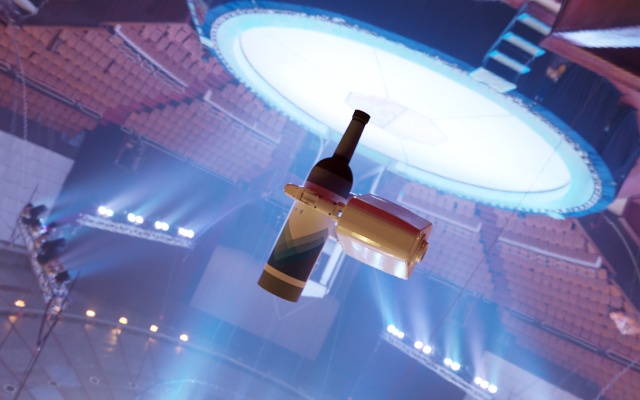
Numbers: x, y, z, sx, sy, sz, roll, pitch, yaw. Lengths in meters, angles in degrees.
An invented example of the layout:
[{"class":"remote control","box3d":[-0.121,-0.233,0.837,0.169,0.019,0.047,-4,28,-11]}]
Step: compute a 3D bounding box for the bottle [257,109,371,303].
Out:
[{"class":"bottle","box3d":[0.000,0.003,0.705,0.069,0.295,0.069,25,-2,1]}]
